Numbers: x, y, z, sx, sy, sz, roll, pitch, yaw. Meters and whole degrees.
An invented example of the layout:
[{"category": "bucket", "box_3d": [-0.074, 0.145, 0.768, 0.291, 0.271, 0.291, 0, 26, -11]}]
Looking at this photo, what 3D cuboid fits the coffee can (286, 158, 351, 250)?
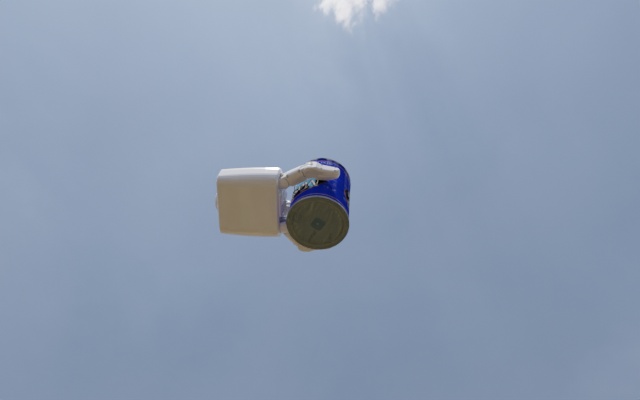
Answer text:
[{"category": "coffee can", "box_3d": [0.000, 0.003, 0.828, 0.103, 0.103, 0.140, 0, 31, 5]}]
